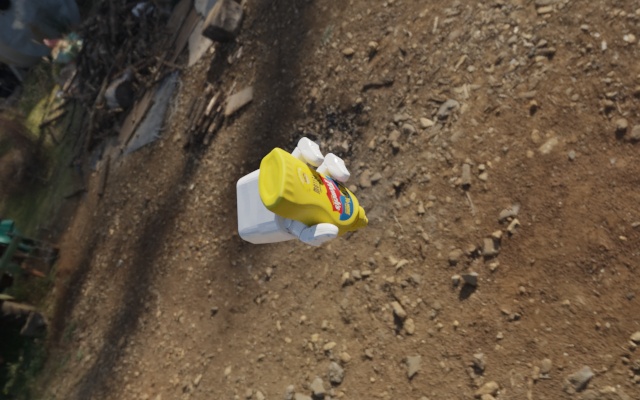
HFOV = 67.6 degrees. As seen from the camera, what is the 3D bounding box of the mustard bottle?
[{"bbox_3d":[0.000,0.002,0.694,0.192,0.096,0.058,27,-53,-38],"label":"mustard bottle"}]
